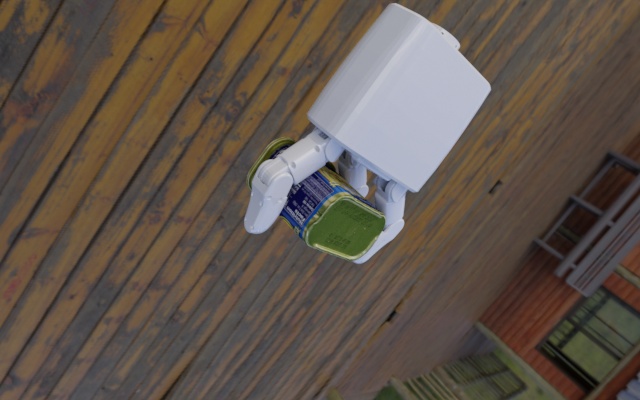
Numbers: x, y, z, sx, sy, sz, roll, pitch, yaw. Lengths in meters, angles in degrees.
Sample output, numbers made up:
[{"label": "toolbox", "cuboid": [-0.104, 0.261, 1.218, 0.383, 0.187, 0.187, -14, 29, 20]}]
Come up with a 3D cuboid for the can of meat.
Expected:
[{"label": "can of meat", "cuboid": [0.000, 0.002, 0.411, 0.084, 0.057, 0.102, 44, 10, 35]}]
